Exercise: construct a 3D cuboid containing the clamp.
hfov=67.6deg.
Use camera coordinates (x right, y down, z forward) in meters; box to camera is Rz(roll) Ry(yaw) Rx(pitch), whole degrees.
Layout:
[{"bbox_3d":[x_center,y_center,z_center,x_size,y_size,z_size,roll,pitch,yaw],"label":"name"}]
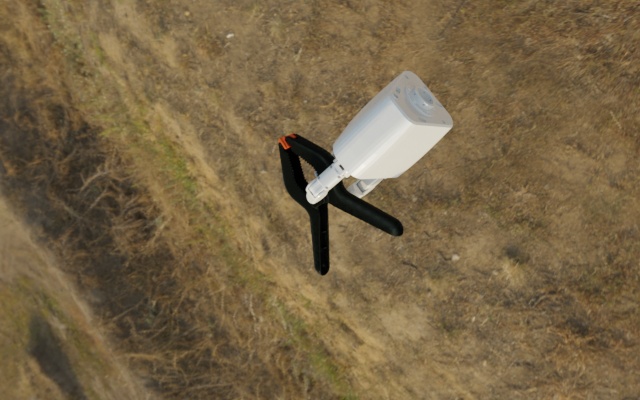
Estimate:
[{"bbox_3d":[-0.001,0.002,0.683,0.165,0.210,0.036,-42,-8,36],"label":"clamp"}]
